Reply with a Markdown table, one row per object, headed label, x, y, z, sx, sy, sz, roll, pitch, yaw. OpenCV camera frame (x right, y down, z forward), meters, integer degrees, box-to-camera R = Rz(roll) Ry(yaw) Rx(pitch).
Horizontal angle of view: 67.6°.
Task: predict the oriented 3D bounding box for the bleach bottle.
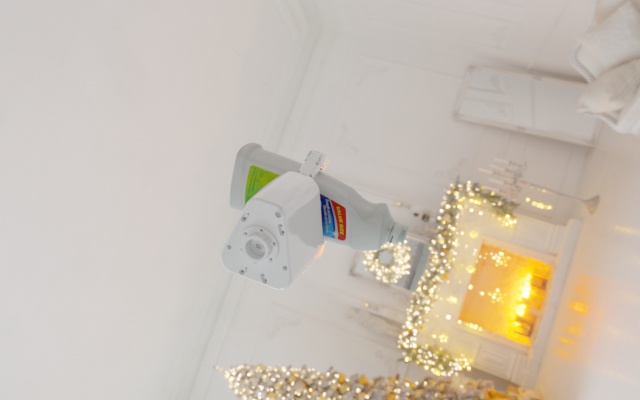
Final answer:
| label | x | y | z | sx | sy | sz | roll | pitch | yaw |
| --- | --- | --- | --- | --- | --- | --- | --- | --- | --- |
| bleach bottle | 0.000 | 0.002 | 0.666 | 0.251 | 0.103 | 0.068 | 18 | 21 | 13 |
